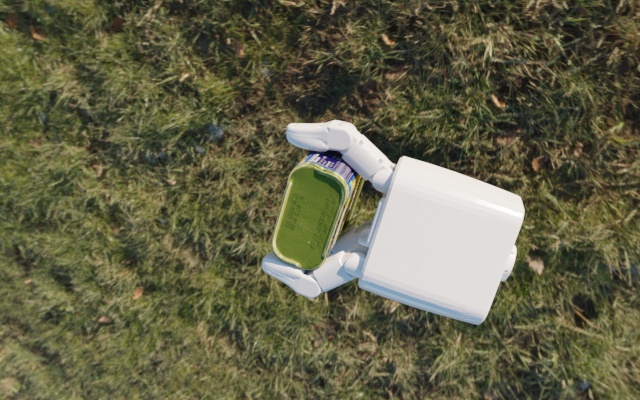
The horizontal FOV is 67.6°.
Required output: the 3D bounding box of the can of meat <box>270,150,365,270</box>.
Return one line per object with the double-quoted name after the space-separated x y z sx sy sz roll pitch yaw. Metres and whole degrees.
0.000 0.001 0.432 0.057 0.102 0.084 21 26 8 "can of meat"
